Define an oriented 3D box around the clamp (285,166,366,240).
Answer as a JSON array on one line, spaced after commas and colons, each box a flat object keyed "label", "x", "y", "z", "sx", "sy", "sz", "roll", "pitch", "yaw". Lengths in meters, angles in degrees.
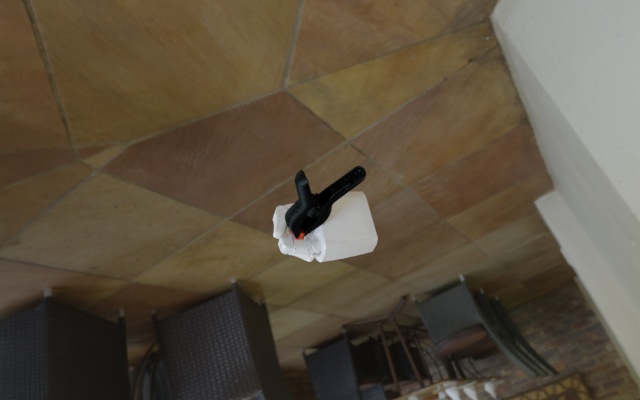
[{"label": "clamp", "x": 0.000, "y": 0.003, "z": 0.755, "sx": 0.120, "sy": 0.039, "sz": 0.172, "roll": -6, "pitch": -31, "yaw": -22}]
